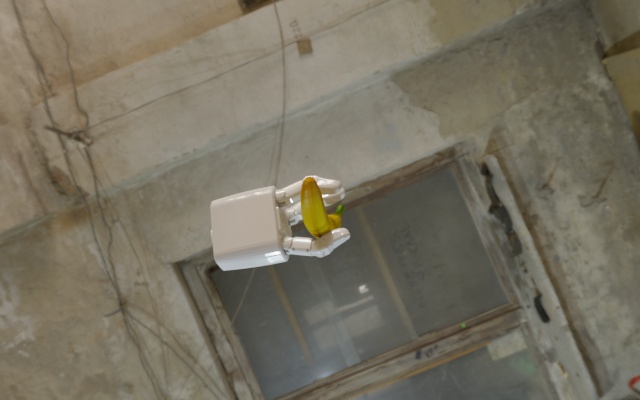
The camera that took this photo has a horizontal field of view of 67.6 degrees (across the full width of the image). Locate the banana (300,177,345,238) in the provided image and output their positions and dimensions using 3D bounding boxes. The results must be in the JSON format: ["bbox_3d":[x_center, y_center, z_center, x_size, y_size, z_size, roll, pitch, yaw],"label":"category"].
[{"bbox_3d":[0.000,0.021,0.716,0.037,0.069,0.198,1,-12,14],"label":"banana"}]
